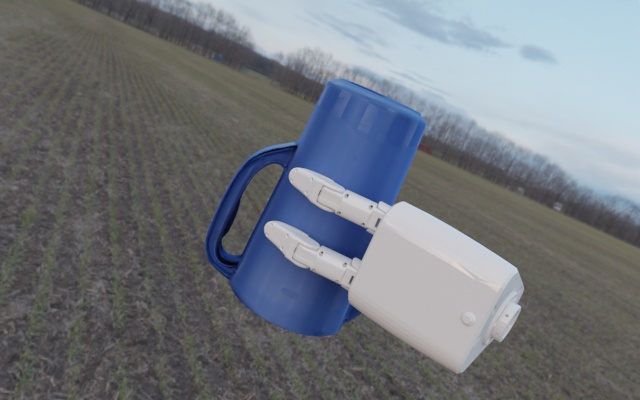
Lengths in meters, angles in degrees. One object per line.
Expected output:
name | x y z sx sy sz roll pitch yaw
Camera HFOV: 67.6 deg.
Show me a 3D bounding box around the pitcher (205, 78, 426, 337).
pitcher | 0.000 0.002 0.492 0.145 0.243 0.149 32 14 34
